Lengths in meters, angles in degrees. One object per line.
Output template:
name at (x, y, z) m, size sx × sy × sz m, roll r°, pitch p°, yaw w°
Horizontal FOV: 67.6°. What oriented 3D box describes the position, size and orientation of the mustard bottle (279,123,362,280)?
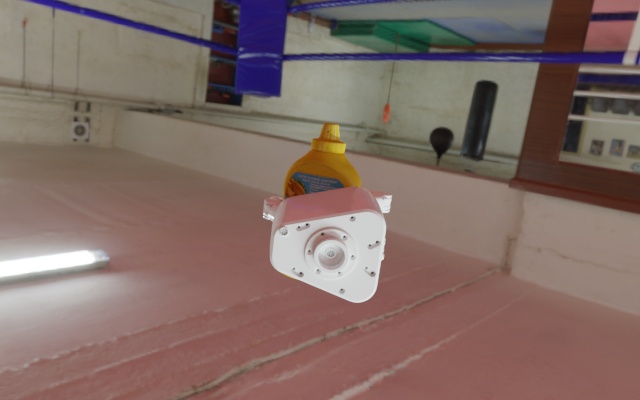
mustard bottle at (0.000, 0.002, 0.583) m, size 0.096 × 0.192 × 0.058 m, roll 12°, pitch 12°, yaw 22°
